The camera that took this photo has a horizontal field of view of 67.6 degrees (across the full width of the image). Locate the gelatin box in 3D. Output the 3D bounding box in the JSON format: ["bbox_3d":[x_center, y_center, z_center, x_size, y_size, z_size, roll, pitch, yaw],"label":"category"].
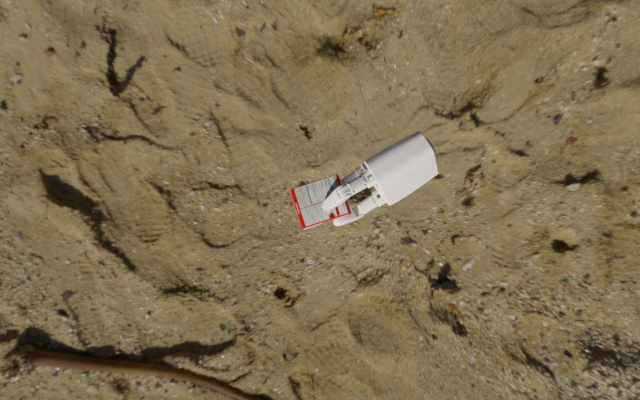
[{"bbox_3d":[0.000,0.003,0.826,0.089,0.073,0.030,-18,-6,3],"label":"gelatin box"}]
